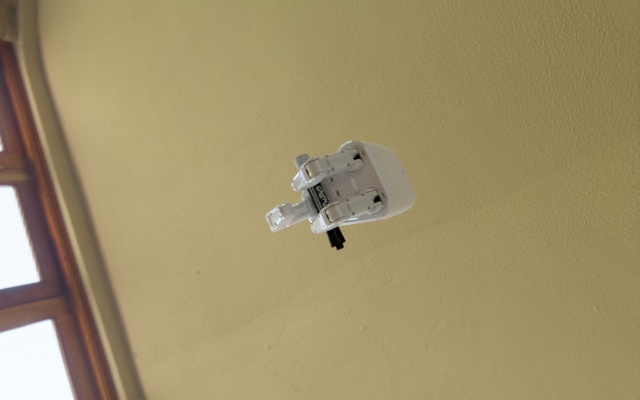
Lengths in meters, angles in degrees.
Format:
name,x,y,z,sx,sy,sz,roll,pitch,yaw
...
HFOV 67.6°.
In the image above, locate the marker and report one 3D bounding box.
name,x,y,z,sx,sy,sz,roll,pitch,yaw
marker,0.000,0.002,0.565,0.020,0.121,0.020,-23,-9,-4
